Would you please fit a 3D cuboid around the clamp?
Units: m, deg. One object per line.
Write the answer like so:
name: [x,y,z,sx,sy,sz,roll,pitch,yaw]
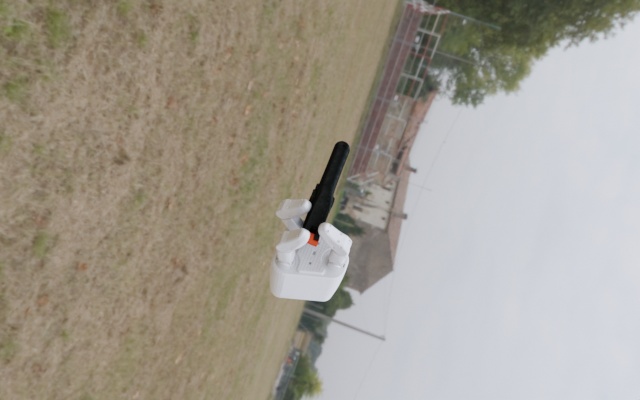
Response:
clamp: [0.001,0.003,0.730,0.039,0.171,0.120,21,-33,2]
